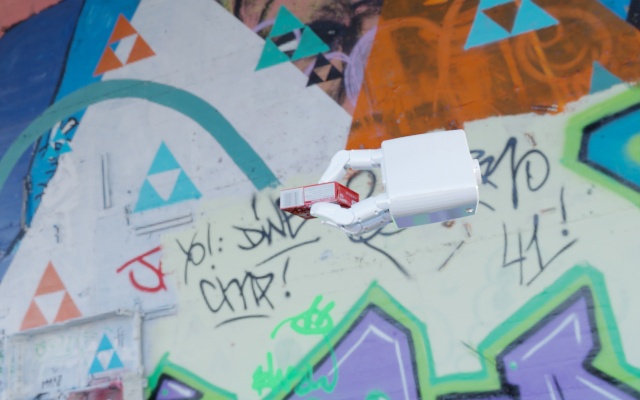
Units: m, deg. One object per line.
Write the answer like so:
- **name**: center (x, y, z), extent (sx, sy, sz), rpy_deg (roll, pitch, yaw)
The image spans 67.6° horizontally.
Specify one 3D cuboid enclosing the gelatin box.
- **gelatin box**: center (0.000, 0.002, 0.655), extent (0.089, 0.030, 0.073), rpy_deg (-9, -17, 26)
